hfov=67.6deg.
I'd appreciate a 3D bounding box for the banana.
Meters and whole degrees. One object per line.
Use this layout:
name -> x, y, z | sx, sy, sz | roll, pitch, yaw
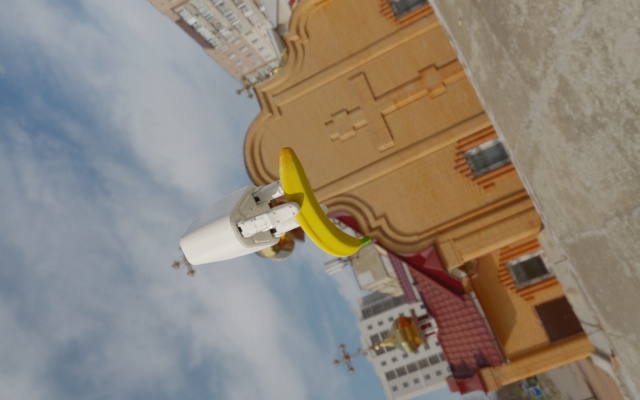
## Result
banana -> -0.004, 0.017, 0.660 | 0.037, 0.198, 0.069 | -18, 33, 39
